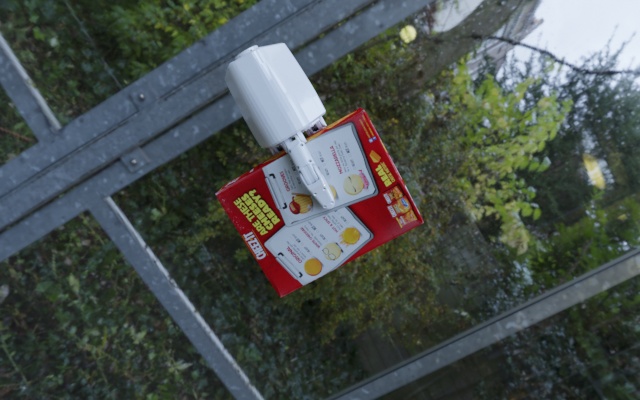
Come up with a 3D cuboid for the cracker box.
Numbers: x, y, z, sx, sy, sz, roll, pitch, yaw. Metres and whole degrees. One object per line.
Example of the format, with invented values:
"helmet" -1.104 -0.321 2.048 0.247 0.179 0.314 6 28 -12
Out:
"cracker box" 0.000 0.002 0.627 0.214 0.164 0.072 -29 11 8
